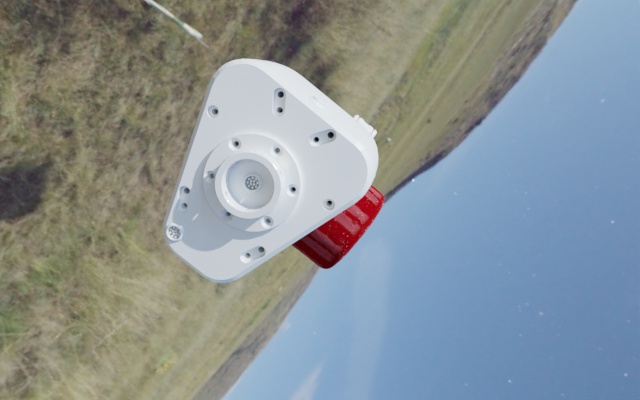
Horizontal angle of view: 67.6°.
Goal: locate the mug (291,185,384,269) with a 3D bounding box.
[{"bbox_3d":[0.000,0.001,0.417,0.081,0.093,0.117,39,11,-2],"label":"mug"}]
